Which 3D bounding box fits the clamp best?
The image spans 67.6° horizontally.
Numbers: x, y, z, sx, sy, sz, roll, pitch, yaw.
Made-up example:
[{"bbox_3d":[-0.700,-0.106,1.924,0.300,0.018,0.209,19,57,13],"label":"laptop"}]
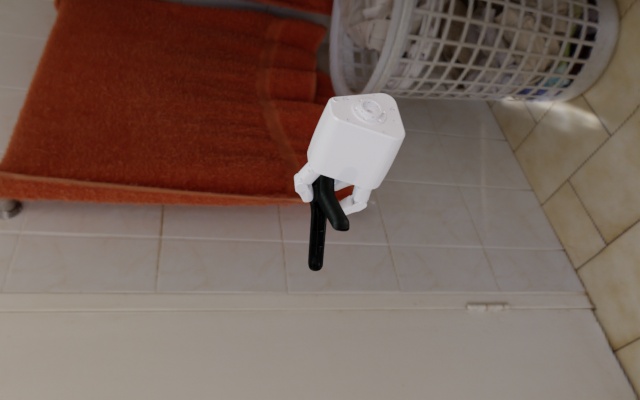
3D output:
[{"bbox_3d":[-0.001,0.002,0.789,0.036,0.209,0.165,4,-37,-17],"label":"clamp"}]
